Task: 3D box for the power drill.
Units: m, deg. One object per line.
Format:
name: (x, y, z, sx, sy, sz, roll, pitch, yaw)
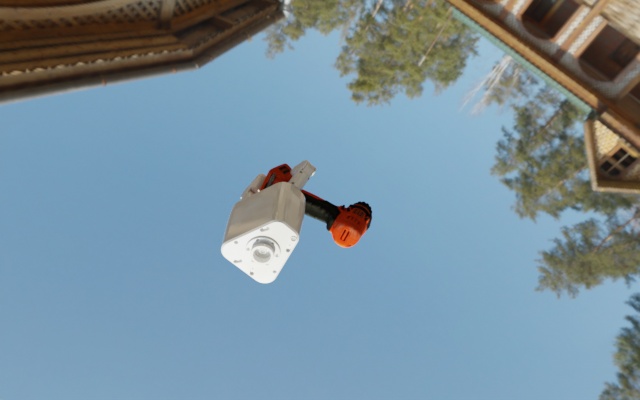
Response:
power drill: (0.000, 0.003, 0.819, 0.187, 0.057, 0.184, 27, 15, 7)
